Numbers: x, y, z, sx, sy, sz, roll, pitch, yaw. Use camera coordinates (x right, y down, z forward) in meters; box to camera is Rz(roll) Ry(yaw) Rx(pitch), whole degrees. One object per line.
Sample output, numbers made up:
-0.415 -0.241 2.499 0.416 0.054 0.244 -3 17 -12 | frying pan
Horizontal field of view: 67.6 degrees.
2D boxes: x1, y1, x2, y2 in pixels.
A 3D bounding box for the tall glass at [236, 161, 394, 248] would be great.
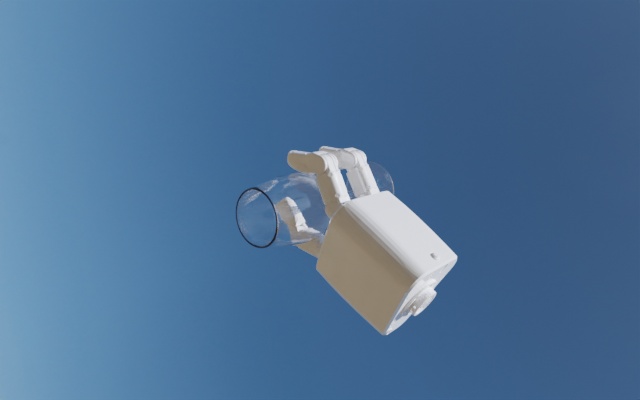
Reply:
0.000 0.002 0.547 0.079 0.079 0.201 0 9 41 | tall glass
